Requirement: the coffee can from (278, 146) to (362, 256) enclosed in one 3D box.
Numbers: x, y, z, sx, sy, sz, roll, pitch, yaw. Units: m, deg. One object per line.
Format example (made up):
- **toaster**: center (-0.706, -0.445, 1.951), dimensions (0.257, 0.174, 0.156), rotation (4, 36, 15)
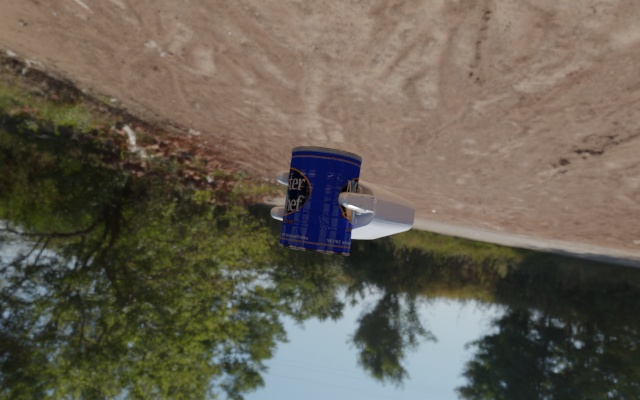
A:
- **coffee can**: center (0.000, 0.002, 0.681), dimensions (0.103, 0.140, 0.103), rotation (8, -4, 1)
